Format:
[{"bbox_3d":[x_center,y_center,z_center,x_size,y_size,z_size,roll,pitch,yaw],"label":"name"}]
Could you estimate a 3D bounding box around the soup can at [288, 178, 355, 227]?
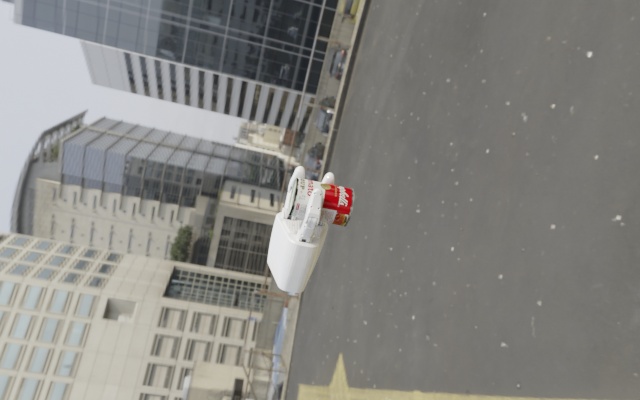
[{"bbox_3d":[0.000,0.002,0.825,0.102,0.068,0.068,11,-2,-10],"label":"soup can"}]
